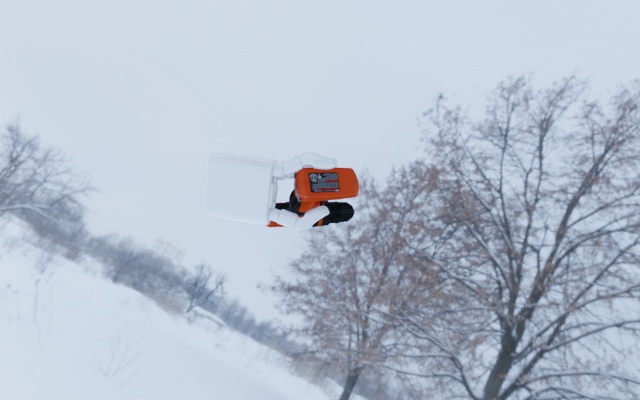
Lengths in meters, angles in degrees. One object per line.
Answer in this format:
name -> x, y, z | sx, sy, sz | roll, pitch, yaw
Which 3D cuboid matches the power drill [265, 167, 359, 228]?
power drill -> 0.000, 0.003, 0.853 | 0.184, 0.057, 0.188 | -4, -20, -21
